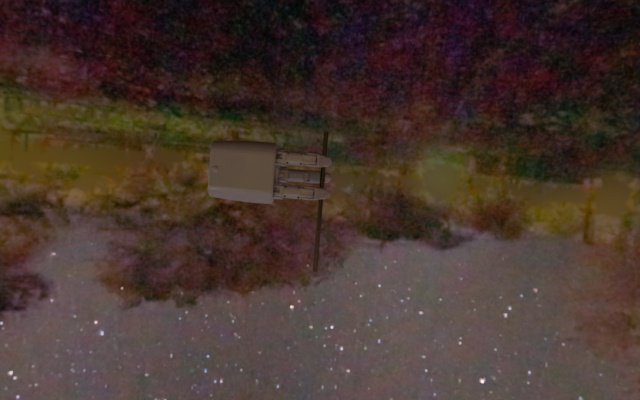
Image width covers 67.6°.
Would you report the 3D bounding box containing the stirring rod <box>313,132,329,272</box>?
[{"bbox_3d":[0.000,0.003,0.820,0.011,0.239,0.011,5,3,0],"label":"stirring rod"}]
